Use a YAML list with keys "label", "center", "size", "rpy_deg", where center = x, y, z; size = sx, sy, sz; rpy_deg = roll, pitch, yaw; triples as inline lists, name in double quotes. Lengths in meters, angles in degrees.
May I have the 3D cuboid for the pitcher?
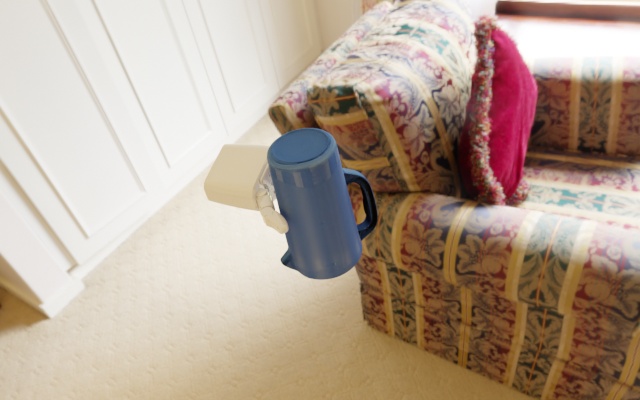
- label: "pitcher"
  center: [0.000, 0.003, 0.794]
  size: [0.145, 0.243, 0.149]
  rpy_deg: [10, 45, 24]
